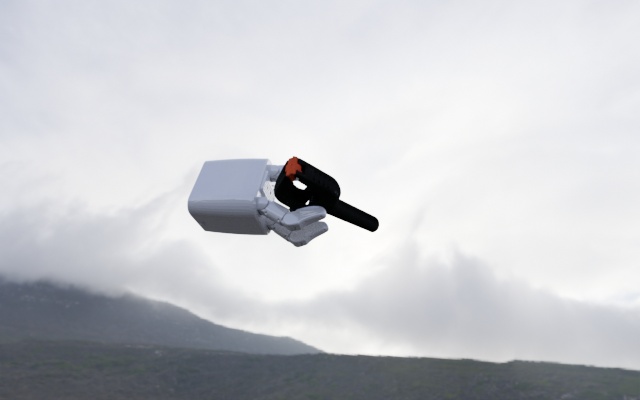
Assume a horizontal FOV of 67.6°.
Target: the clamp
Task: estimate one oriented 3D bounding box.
[{"bbox_3d":[0.000,0.001,0.695,0.164,0.036,0.210,0,-27,9],"label":"clamp"}]
